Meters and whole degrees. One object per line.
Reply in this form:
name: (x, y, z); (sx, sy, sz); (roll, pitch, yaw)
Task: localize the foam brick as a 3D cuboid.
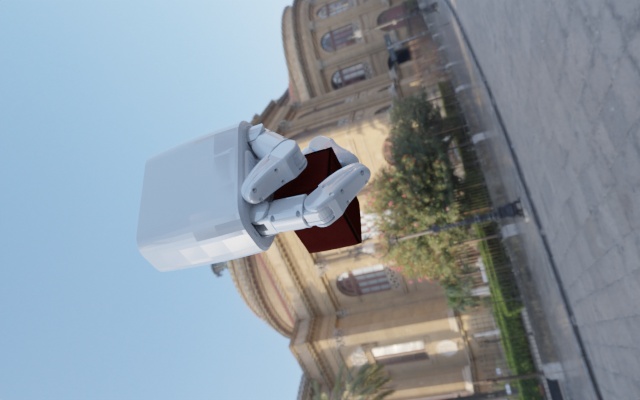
foam brick: (0.000, 0.002, 0.428); (0.051, 0.053, 0.078); (-15, -48, 17)
